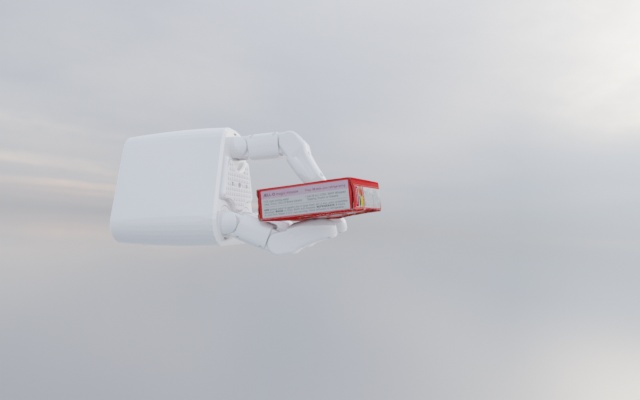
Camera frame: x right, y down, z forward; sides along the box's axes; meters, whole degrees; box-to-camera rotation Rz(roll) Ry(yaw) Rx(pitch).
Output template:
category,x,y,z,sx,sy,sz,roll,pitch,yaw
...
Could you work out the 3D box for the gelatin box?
category,x,y,z,sx,sy,sz,roll,pitch,yaw
gelatin box,0.000,0.001,0.419,0.089,0.030,0.073,-8,-5,24
